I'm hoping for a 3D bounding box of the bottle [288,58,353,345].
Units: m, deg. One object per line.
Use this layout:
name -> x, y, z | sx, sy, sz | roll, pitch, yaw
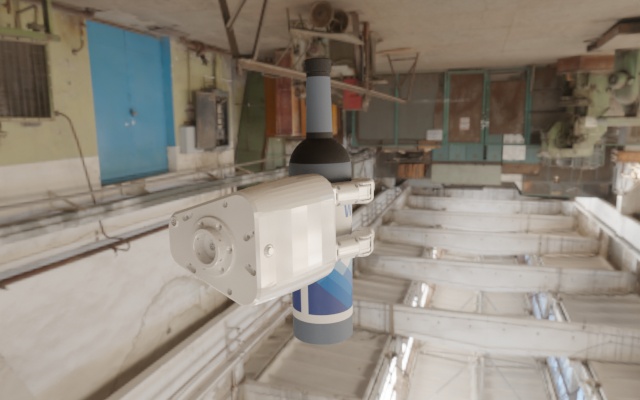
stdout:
bottle -> 0.000, 0.002, 0.510 | 0.069, 0.296, 0.069 | -1, 9, 0
